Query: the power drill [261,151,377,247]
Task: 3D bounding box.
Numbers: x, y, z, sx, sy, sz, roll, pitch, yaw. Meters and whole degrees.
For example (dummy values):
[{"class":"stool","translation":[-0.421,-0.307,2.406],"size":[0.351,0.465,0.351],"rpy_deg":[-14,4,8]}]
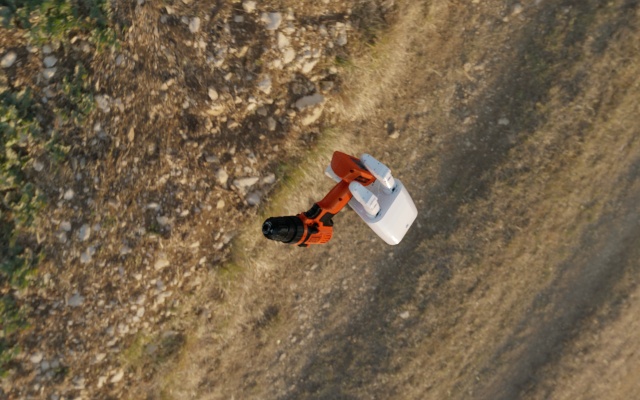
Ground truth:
[{"class":"power drill","translation":[0.001,0.002,0.834],"size":[0.057,0.188,0.184],"rpy_deg":[49,20,25]}]
